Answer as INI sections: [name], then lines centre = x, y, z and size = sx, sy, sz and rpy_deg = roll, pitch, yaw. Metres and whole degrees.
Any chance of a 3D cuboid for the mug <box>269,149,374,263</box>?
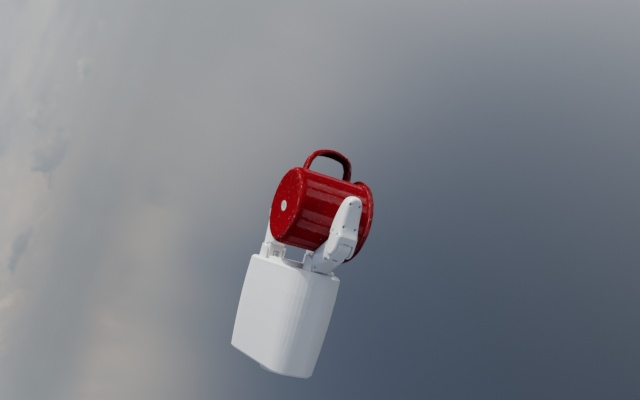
[mug]
centre = 0.000, 0.000, 0.511
size = 0.081, 0.117, 0.093
rpy_deg = 17, -8, -24
